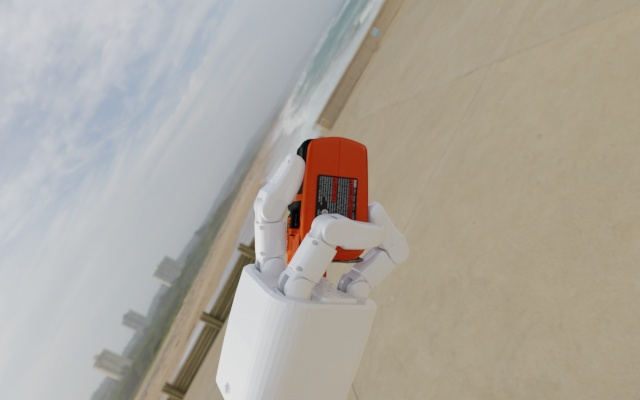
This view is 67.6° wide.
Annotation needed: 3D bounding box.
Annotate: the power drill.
[{"bbox_3d":[0.000,0.002,0.485,0.057,0.184,0.188,3,-13,-8],"label":"power drill"}]
